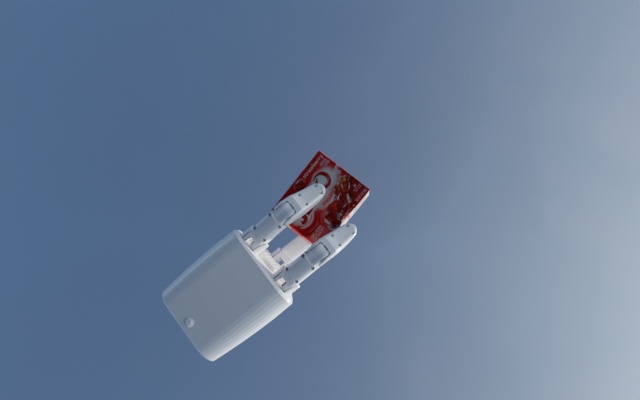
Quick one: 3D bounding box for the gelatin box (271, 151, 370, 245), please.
[{"bbox_3d":[0.000,0.002,0.535,0.073,0.089,0.030,38,-7,9],"label":"gelatin box"}]
